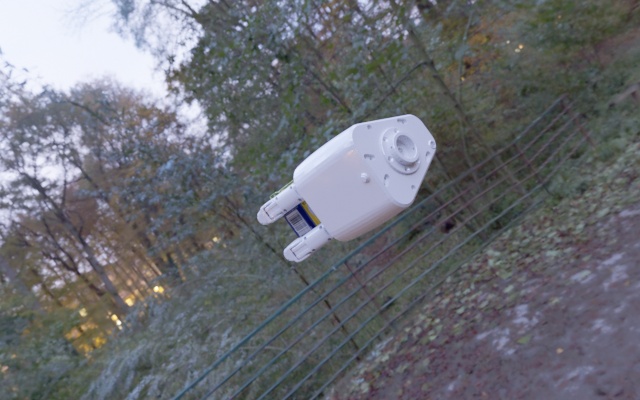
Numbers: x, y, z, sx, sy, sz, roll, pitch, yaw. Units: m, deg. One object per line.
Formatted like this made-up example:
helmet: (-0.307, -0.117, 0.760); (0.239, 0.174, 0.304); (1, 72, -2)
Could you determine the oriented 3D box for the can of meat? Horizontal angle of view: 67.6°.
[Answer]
can of meat: (0.000, 0.002, 0.591); (0.102, 0.084, 0.057); (-37, 2, -35)
